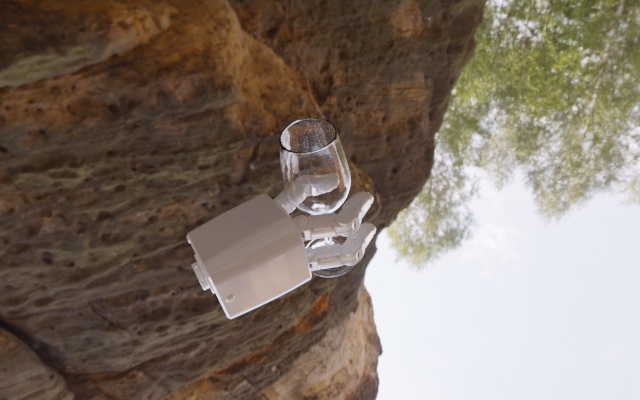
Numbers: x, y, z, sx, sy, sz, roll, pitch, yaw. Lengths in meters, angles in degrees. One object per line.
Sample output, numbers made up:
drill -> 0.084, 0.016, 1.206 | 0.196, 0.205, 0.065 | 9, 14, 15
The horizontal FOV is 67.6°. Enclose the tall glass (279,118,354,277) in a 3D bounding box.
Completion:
tall glass -> 0.000, 0.002, 0.567 | 0.079, 0.201, 0.079 | -5, 44, 5
